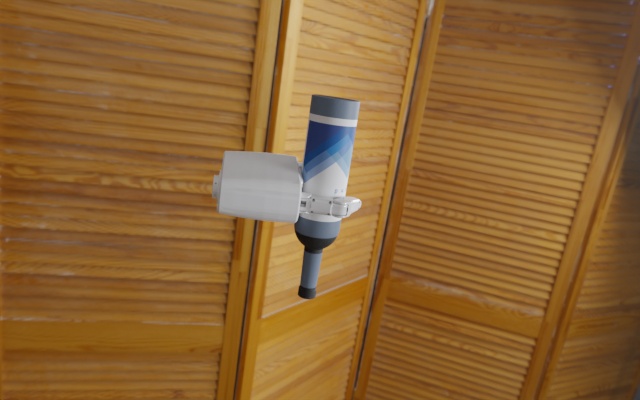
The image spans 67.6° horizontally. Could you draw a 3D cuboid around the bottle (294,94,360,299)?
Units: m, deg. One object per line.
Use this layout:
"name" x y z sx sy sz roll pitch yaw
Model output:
"bottle" 0.000 0.002 0.682 0.069 0.296 0.069 8 15 -2
